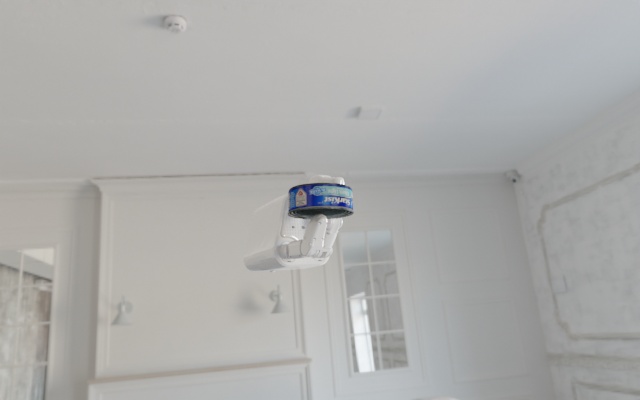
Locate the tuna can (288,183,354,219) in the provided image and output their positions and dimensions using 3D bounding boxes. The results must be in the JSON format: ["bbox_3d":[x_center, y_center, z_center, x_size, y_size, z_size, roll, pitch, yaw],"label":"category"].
[{"bbox_3d":[0.000,0.001,0.624,0.086,0.033,0.086,-1,-11,0],"label":"tuna can"}]
